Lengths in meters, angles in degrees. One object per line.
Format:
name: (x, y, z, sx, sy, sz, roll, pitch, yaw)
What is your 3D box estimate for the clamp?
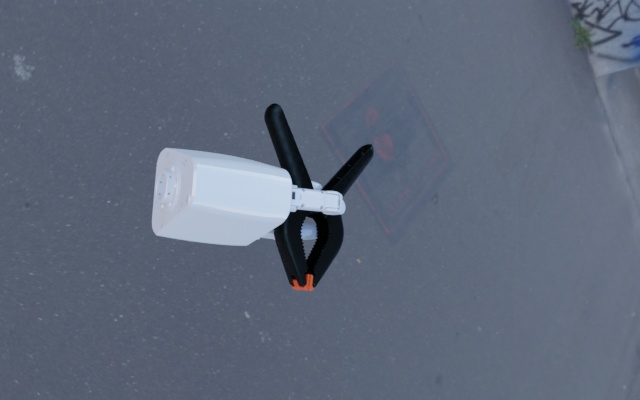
clamp: (0.000, 0.002, 0.575, 0.164, 0.210, 0.036, 8, -10, -37)
